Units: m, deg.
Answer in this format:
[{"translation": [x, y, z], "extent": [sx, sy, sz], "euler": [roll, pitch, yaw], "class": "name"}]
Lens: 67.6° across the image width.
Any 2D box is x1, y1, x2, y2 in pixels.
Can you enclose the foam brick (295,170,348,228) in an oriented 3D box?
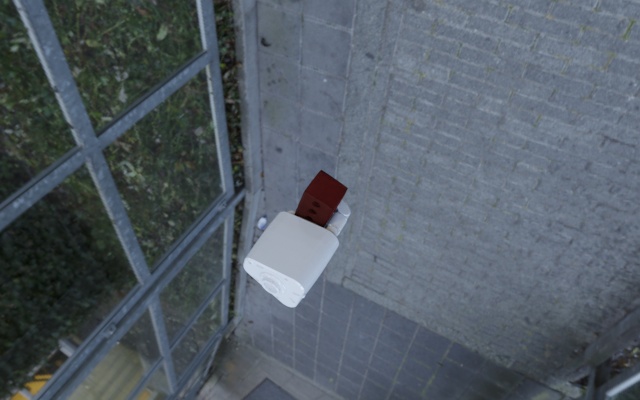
[{"translation": [0.000, 0.002, 0.752], "extent": [0.053, 0.051, 0.078], "euler": [33, -35, 6], "class": "foam brick"}]
